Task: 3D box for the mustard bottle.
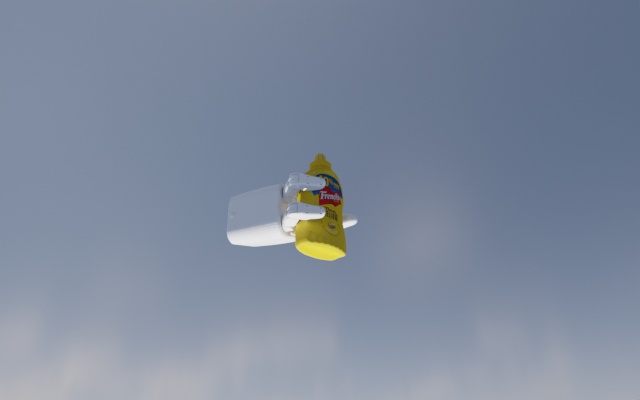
[{"bbox_3d":[0.000,0.003,0.838,0.096,0.191,0.058,23,-35,-38],"label":"mustard bottle"}]
